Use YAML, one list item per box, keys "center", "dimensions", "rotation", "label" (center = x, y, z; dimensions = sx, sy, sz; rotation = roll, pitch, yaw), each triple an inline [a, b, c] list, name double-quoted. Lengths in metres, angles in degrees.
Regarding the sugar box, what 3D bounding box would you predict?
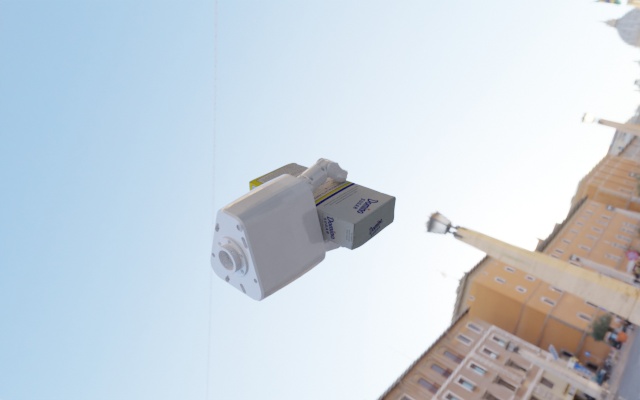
- center: [0.000, 0.003, 0.629]
  dimensions: [0.176, 0.048, 0.093]
  rotation: [24, 36, 33]
  label: "sugar box"
